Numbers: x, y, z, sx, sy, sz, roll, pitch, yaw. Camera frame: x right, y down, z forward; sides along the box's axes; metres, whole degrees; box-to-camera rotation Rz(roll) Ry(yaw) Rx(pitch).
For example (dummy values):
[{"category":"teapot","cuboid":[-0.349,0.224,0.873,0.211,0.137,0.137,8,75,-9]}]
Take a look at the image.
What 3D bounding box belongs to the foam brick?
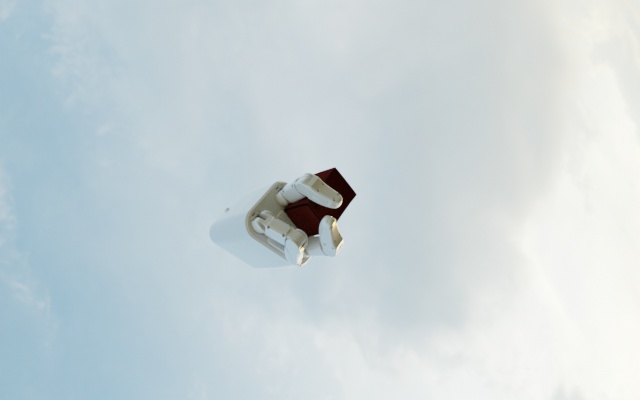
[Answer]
[{"category":"foam brick","cuboid":[0.000,0.002,0.640,0.051,0.053,0.078,-16,28,48]}]
